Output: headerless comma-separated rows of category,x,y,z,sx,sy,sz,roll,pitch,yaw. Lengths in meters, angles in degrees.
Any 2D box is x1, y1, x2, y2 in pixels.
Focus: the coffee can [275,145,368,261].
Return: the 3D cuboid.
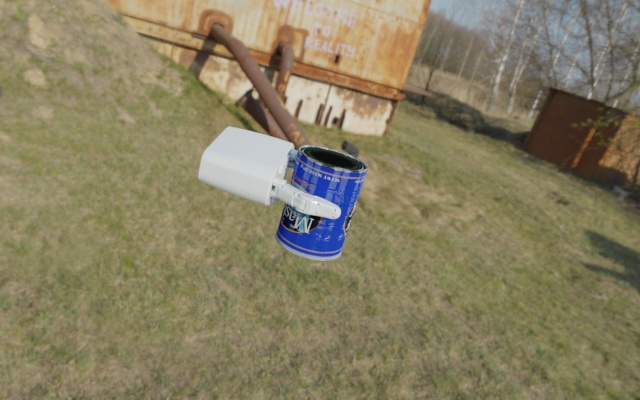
coffee can,0.000,0.002,0.696,0.103,0.140,0.102,14,19,-5
